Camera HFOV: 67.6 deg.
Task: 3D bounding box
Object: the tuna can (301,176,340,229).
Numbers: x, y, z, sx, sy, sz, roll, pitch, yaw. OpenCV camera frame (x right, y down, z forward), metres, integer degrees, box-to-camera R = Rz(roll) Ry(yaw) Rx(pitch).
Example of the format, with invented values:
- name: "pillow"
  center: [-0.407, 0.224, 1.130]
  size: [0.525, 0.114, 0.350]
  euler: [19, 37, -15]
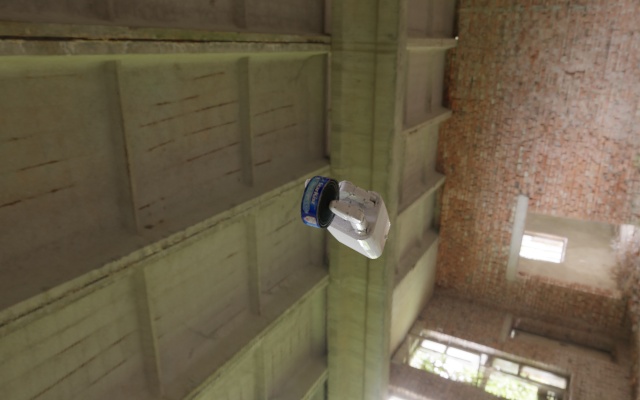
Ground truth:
- name: "tuna can"
  center: [0.000, 0.002, 0.794]
  size: [0.034, 0.086, 0.086]
  euler: [13, 5, 22]
